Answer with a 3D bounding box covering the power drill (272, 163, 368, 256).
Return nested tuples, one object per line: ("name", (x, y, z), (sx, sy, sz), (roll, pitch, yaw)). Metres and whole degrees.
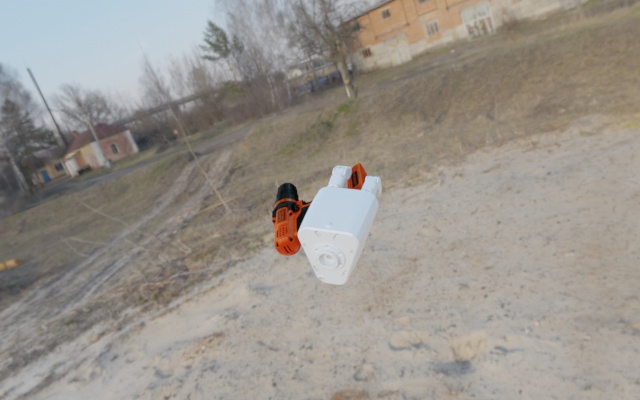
("power drill", (0.001, 0.003, 0.863), (0.187, 0.057, 0.184), (-24, 37, 14))
